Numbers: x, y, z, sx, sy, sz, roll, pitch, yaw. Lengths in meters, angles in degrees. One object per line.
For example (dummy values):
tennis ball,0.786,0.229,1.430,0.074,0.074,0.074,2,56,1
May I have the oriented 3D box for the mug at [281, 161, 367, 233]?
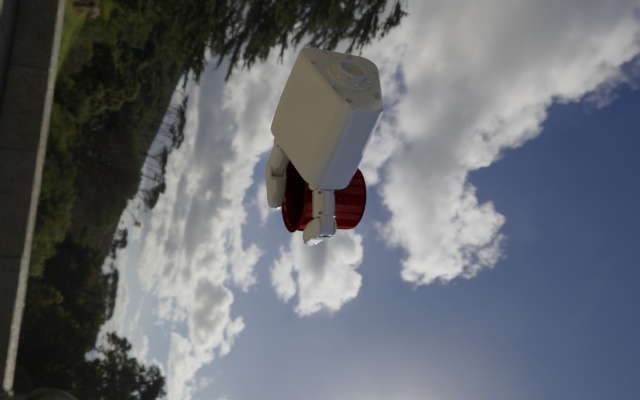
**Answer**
mug,0.000,0.003,0.593,0.081,0.093,0.117,3,-42,-22
